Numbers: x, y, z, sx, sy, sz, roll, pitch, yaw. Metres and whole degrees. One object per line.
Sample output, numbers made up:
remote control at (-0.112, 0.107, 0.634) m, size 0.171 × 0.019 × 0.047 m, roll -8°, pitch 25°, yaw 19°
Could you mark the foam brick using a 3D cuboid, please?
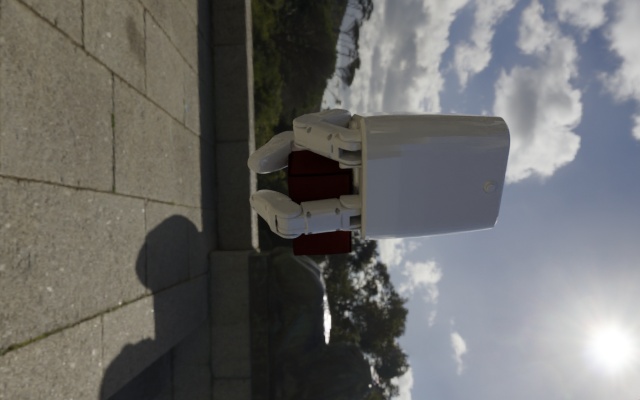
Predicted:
foam brick at (0.000, 0.002, 0.409) m, size 0.051 × 0.078 × 0.053 m, roll -3°, pitch 29°, yaw -1°
